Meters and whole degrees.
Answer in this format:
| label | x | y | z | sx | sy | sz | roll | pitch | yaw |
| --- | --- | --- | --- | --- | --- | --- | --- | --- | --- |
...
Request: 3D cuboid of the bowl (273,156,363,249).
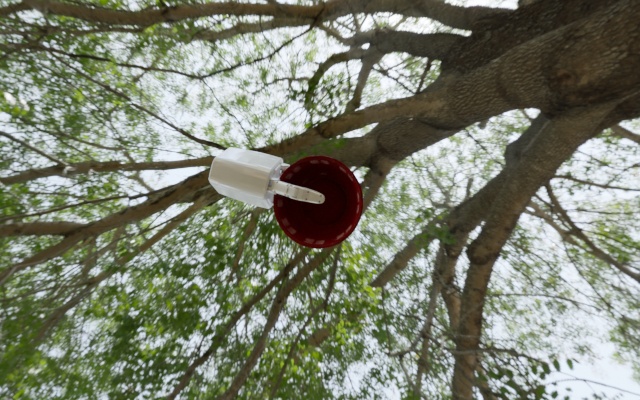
| label | x | y | z | sx | sy | sz | roll | pitch | yaw |
| --- | --- | --- | --- | --- | --- | --- | --- | --- | --- |
| bowl | 0.001 | 0.003 | 0.850 | 0.162 | 0.162 | 0.055 | 0 | 0 | 14 |
